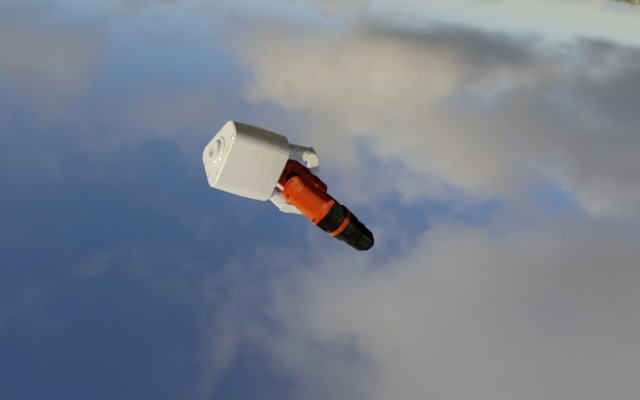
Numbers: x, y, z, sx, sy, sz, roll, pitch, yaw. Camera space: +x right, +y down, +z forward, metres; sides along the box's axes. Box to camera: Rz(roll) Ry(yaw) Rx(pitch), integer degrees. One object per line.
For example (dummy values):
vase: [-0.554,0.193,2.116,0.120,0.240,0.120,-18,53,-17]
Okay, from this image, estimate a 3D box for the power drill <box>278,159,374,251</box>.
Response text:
power drill: [0.000,0.002,0.829,0.184,0.057,0.187,39,3,-25]
